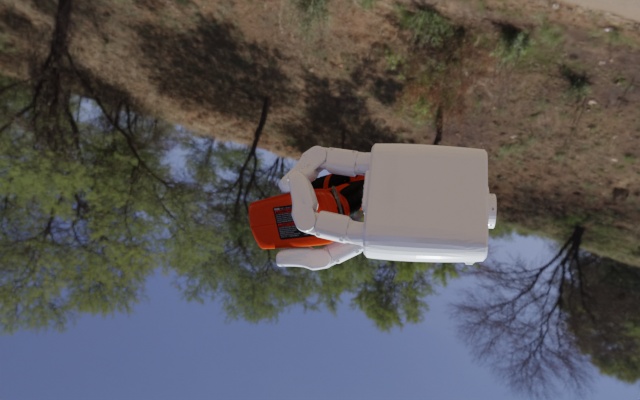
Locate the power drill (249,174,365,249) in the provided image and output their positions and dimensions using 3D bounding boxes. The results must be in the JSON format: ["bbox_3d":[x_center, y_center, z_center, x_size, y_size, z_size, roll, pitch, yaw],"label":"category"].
[{"bbox_3d":[0.000,0.002,0.565,0.184,0.057,0.187,-11,9,31],"label":"power drill"}]
